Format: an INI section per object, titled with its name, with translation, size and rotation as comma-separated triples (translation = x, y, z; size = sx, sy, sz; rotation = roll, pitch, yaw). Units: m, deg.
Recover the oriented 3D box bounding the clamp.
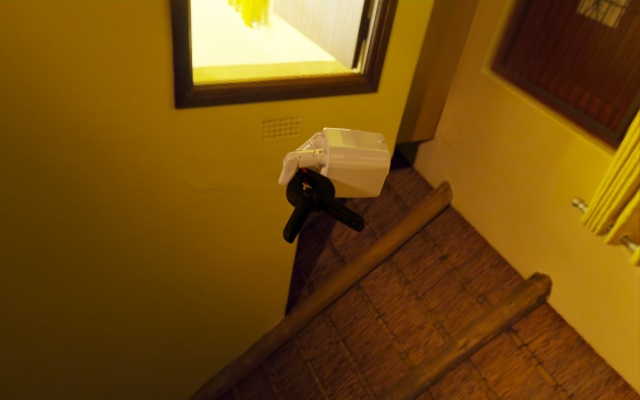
[clamp]
translation = 0.000, 0.003, 0.747
size = 0.120, 0.039, 0.171
rotation = 1, 39, -7
